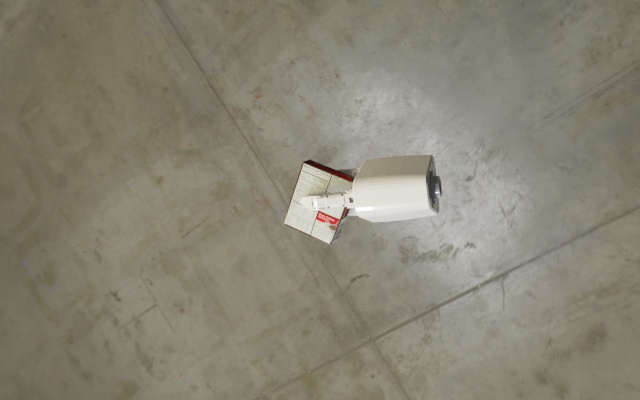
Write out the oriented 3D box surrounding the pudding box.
[{"bbox_3d":[0.000,0.003,0.755,0.090,0.113,0.039,24,15,14],"label":"pudding box"}]
